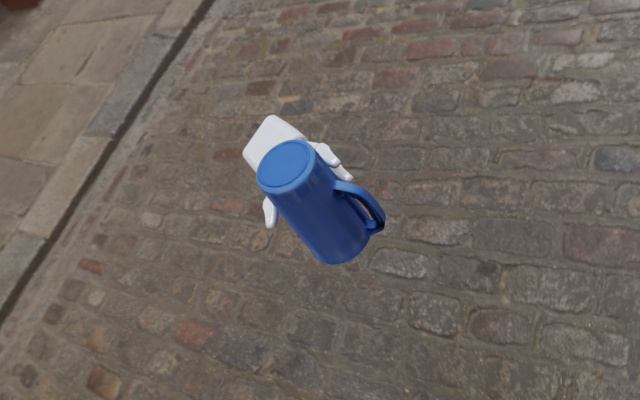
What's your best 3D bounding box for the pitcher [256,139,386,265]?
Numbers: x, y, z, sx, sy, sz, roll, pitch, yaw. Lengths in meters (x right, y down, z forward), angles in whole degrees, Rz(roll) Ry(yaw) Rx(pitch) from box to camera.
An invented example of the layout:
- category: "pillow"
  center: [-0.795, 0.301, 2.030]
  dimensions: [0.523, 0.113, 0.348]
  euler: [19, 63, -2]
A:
- category: "pitcher"
  center: [0.000, 0.003, 0.841]
  dimensions: [0.145, 0.149, 0.243]
  euler: [46, -4, 41]
